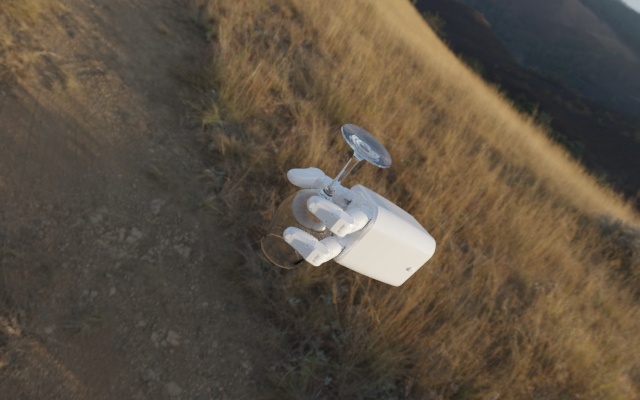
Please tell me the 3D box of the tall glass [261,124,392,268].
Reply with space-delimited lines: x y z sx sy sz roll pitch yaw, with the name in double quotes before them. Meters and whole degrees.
"tall glass" 0.000 0.001 0.610 0.079 0.079 0.201 0 -42 -50
